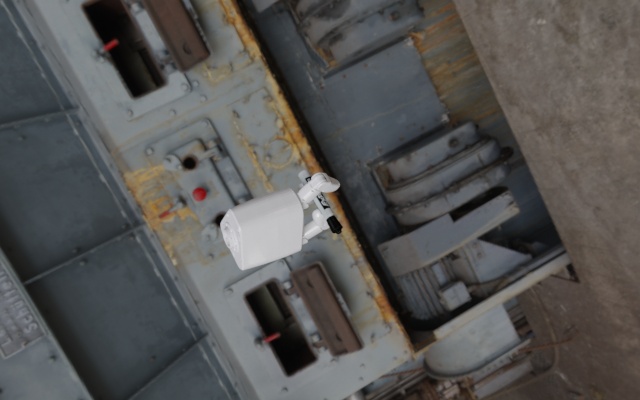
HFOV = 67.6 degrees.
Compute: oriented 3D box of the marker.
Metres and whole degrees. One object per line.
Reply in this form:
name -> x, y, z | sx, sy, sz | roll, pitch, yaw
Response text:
marker -> 0.000, 0.002, 0.749 | 0.020, 0.121, 0.020 | -25, -25, -13
